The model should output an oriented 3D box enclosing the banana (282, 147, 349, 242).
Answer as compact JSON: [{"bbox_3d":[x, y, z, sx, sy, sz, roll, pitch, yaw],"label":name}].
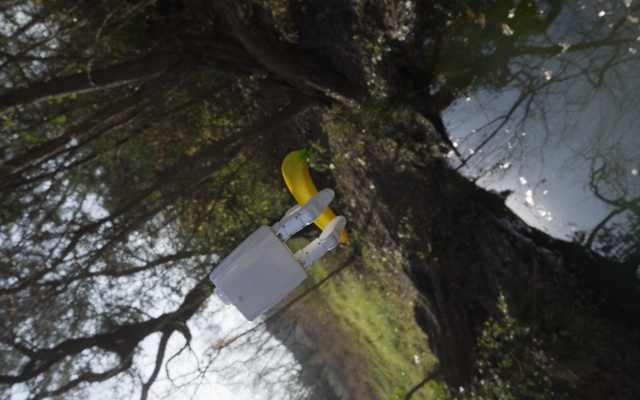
[{"bbox_3d":[-0.013,-0.007,0.717,0.069,0.037,0.198,30,-24,42],"label":"banana"}]
